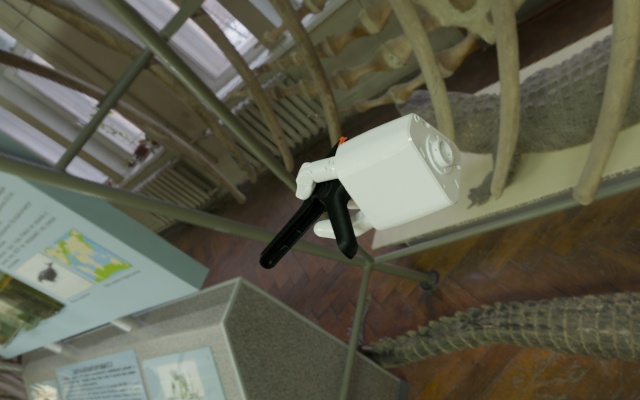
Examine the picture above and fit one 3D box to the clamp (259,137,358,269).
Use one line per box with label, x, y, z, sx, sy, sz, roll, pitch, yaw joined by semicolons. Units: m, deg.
clamp;0.000;0.001;0.639;0.164;0.209;0.036;-19;-50;38
